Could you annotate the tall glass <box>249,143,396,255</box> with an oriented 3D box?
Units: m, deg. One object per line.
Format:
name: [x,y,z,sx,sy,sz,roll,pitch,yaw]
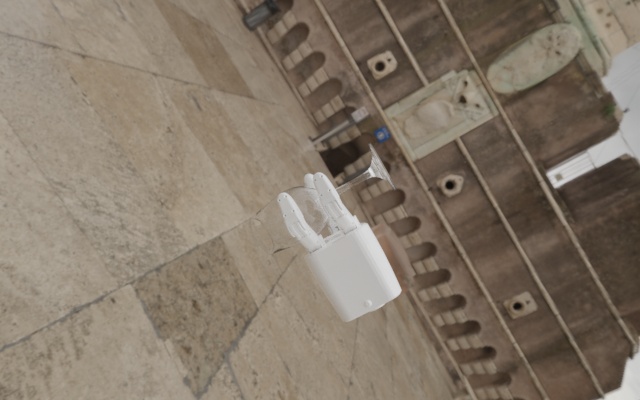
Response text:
tall glass: [0.001,0.002,0.667,0.201,0.079,0.079,-30,-6,10]
